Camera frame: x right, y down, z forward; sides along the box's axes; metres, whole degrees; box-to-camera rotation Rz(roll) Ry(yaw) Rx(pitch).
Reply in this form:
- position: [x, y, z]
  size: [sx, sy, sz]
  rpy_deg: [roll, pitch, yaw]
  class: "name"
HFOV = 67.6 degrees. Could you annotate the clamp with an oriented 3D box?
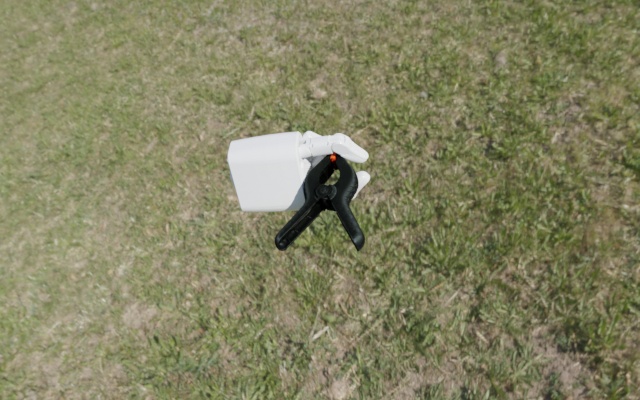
- position: [0.000, 0.002, 0.657]
  size: [0.120, 0.171, 0.039]
  rpy_deg: [-5, -42, 9]
  class: "clamp"
